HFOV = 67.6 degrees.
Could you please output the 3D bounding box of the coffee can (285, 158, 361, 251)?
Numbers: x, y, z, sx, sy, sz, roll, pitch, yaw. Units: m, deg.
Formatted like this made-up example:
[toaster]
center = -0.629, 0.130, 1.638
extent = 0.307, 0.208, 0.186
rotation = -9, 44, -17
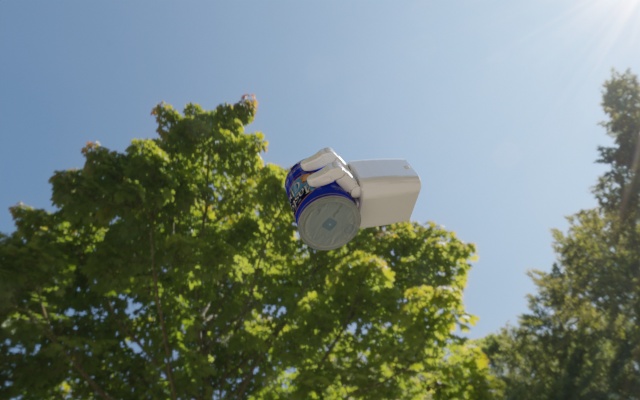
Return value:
[coffee can]
center = 0.000, 0.003, 0.811
extent = 0.103, 0.103, 0.140
rotation = 0, 31, -15
